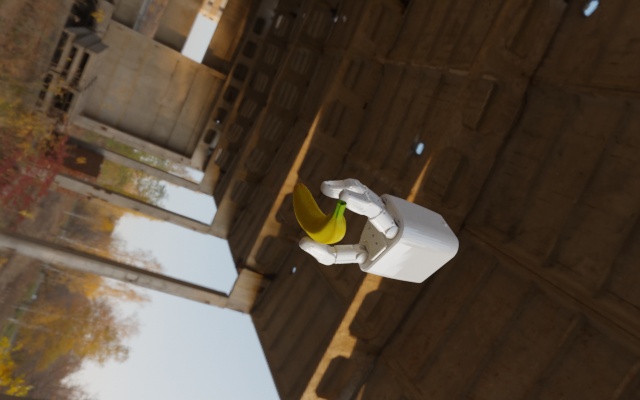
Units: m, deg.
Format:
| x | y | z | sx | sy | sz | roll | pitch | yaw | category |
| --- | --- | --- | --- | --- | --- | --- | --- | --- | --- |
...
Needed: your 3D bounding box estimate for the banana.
| x | y | z | sx | sy | sz | roll | pitch | yaw | category |
| --- | --- | --- | --- | --- | --- | --- | --- | --- | --- |
| -0.003 | 0.021 | 0.679 | 0.037 | 0.069 | 0.197 | 12 | 4 | -22 | banana |
